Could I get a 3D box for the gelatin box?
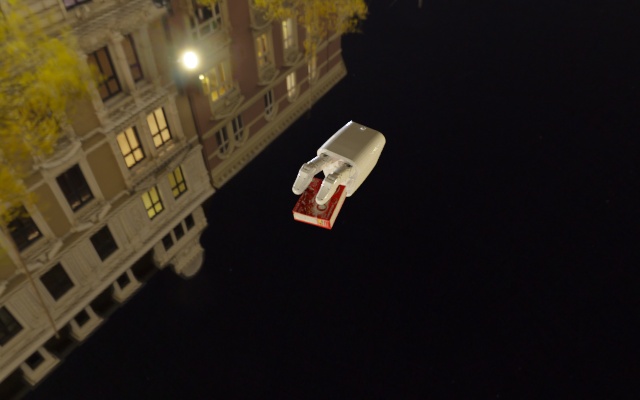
[{"bbox_3d":[0.000,0.003,0.887,0.073,0.089,0.030,15,-34,18],"label":"gelatin box"}]
